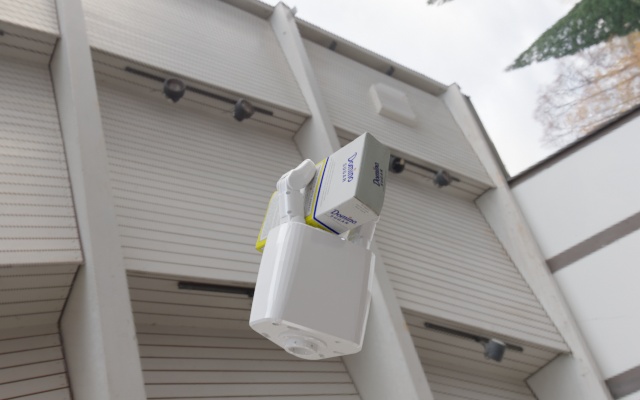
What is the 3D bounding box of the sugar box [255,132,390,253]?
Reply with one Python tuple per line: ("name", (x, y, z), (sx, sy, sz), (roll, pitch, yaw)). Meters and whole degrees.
("sugar box", (0.000, 0.002, 0.551), (0.048, 0.093, 0.176), (36, -41, -28))
